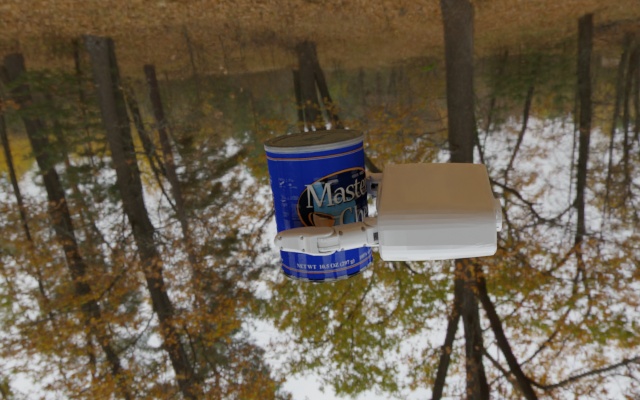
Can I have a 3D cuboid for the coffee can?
[{"bbox_3d":[0.000,0.002,0.508,0.103,0.140,0.102,-6,16,2],"label":"coffee can"}]
